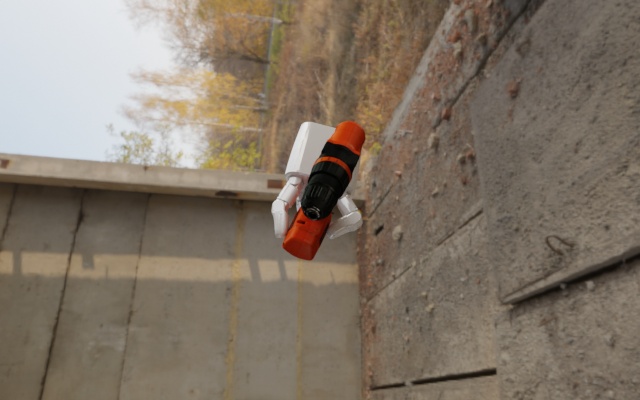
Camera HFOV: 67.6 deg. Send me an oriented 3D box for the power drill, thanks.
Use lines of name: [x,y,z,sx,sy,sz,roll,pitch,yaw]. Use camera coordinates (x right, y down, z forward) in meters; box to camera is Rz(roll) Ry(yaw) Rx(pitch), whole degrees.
power drill: [0.000,0.002,0.671,0.057,0.188,0.184,27,46,1]
